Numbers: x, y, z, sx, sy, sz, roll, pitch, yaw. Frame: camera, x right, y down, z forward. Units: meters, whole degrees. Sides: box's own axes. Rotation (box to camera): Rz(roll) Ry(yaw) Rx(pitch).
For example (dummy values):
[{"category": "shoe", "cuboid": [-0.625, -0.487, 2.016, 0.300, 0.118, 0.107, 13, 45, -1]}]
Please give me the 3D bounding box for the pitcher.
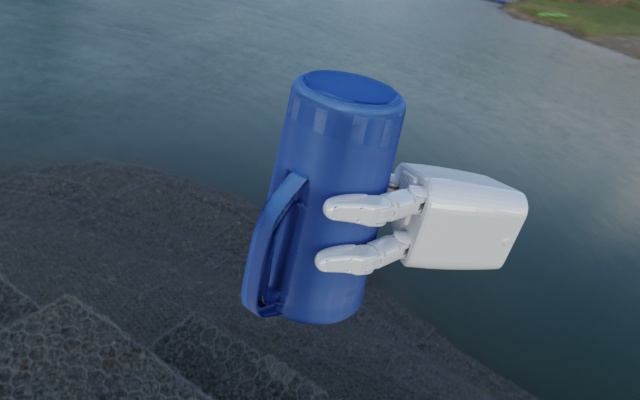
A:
[{"category": "pitcher", "cuboid": [0.000, 0.002, 0.487, 0.145, 0.243, 0.149, 5, 30, -12]}]
